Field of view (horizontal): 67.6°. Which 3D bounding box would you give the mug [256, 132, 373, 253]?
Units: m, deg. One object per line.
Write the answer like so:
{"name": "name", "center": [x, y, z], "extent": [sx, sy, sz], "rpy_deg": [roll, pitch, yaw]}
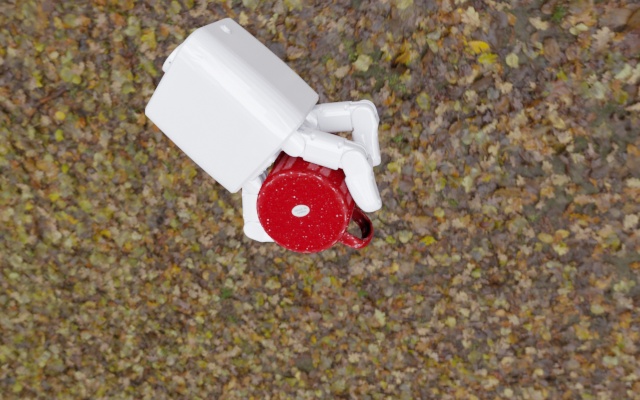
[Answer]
{"name": "mug", "center": [0.001, 0.002, 0.432], "extent": [0.093, 0.117, 0.081], "rpy_deg": [-43, 12, 28]}
